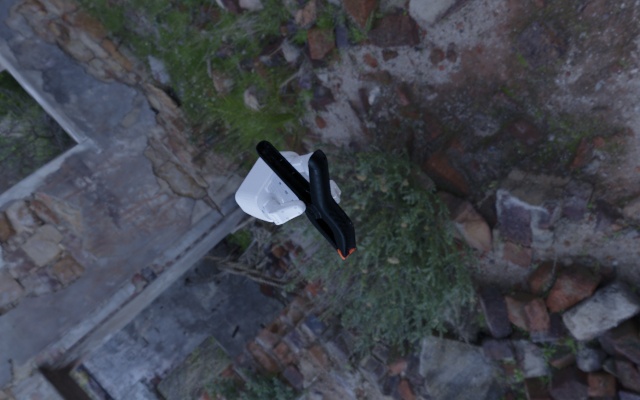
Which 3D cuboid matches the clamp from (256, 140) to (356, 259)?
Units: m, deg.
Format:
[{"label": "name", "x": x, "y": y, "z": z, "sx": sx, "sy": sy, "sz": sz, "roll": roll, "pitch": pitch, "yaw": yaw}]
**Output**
[{"label": "clamp", "x": 0.000, "y": 0.003, "z": 0.675, "sx": 0.036, "sy": 0.210, "sz": 0.164, "roll": -42, "pitch": 23, "yaw": -18}]
